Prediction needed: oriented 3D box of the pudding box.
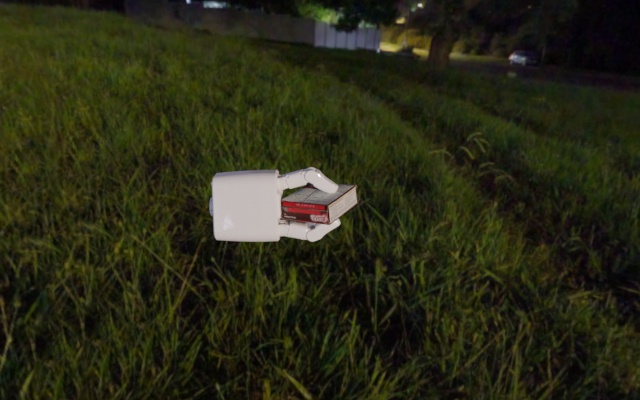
[{"bbox_3d":[0.000,0.002,0.801,0.090,0.039,0.113,7,23,28],"label":"pudding box"}]
